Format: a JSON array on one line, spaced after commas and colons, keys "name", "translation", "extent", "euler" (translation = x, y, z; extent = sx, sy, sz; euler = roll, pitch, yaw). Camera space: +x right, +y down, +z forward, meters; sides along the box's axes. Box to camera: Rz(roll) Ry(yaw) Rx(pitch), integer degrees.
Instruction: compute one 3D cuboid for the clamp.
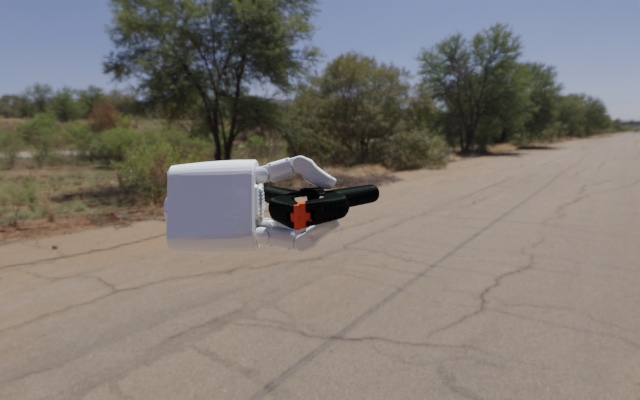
[{"name": "clamp", "translation": [0.000, 0.001, 0.592], "extent": [0.164, 0.036, 0.210], "euler": [-3, 8, 0]}]
